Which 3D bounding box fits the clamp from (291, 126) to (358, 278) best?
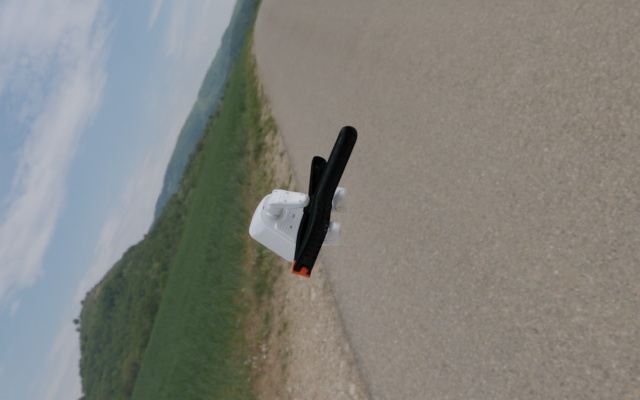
[{"bbox_3d":[-0.001,0.003,0.678,0.036,0.210,0.164,17,-21,-11],"label":"clamp"}]
